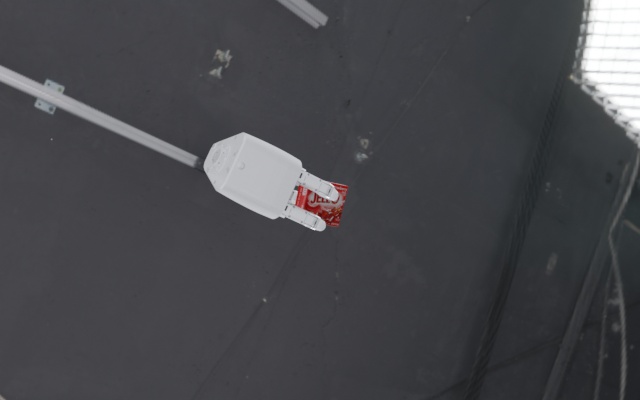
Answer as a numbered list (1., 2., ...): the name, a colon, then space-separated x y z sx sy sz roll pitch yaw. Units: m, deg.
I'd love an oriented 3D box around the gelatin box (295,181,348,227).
1. gelatin box: 0.000 0.003 0.805 0.089 0.073 0.030 11 4 -42
